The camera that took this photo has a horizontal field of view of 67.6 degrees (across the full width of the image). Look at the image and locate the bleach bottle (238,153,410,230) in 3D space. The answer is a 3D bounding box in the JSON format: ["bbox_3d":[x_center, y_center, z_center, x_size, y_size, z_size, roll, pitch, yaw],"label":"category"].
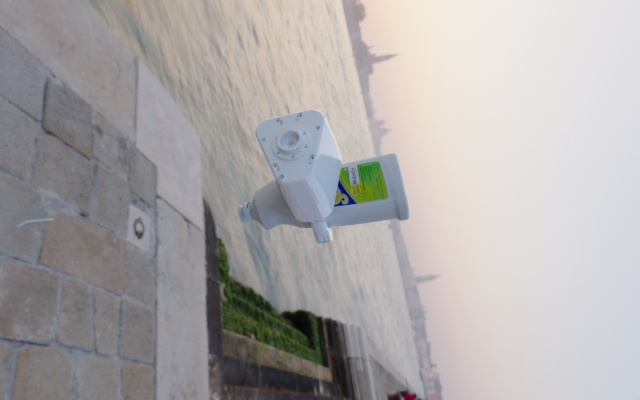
[{"bbox_3d":[0.000,0.002,0.720,0.251,0.102,0.068,-12,-28,7],"label":"bleach bottle"}]
